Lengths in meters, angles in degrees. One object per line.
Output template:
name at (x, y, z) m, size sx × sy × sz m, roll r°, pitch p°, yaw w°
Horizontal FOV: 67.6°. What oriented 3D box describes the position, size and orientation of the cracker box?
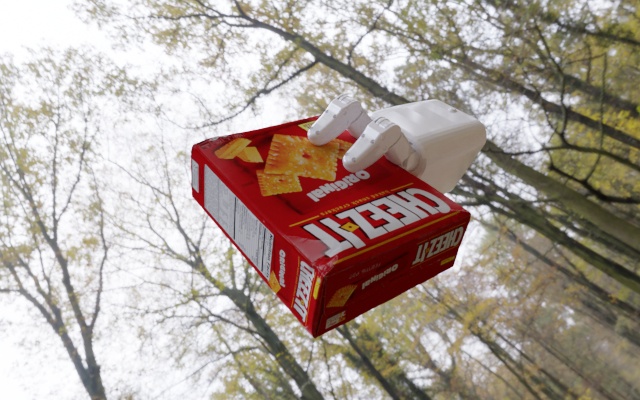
cracker box at (0.000, 0.002, 0.443) m, size 0.164 × 0.072 × 0.213 m, roll -18°, pitch 42°, yaw -33°
